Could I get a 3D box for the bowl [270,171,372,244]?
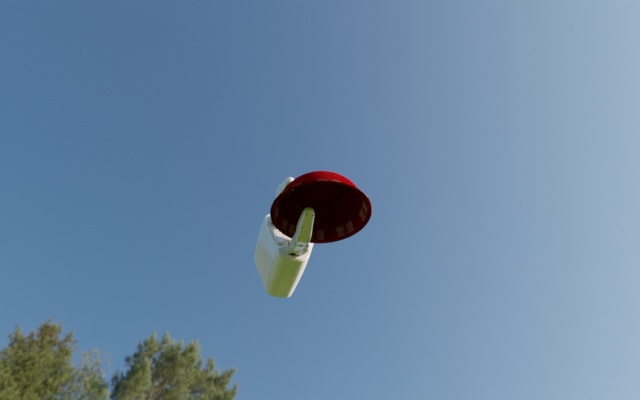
[{"bbox_3d":[0.001,0.001,0.772,0.162,0.055,0.162,-2,-39,-1],"label":"bowl"}]
